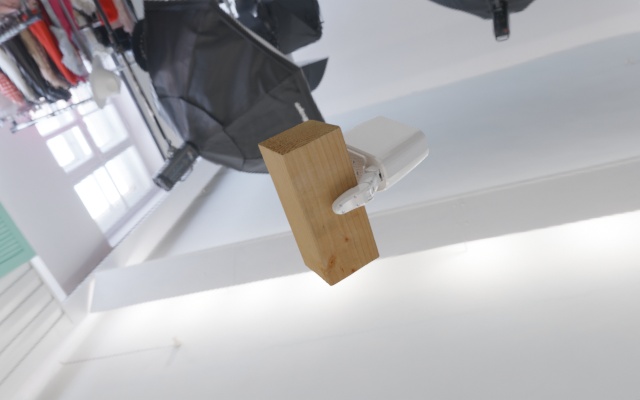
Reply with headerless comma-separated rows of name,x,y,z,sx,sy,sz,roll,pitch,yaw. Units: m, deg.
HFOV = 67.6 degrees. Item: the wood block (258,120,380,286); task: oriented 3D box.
wood block,0.001,0.002,0.674,0.090,0.206,0.091,-29,26,-19
